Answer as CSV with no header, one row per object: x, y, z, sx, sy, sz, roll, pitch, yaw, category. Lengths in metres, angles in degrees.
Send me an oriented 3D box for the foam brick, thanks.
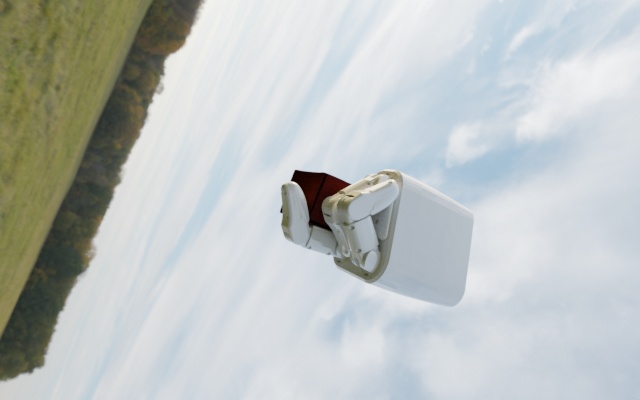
0.000,0.001,0.502,0.051,0.053,0.078,22,-4,-26,foam brick
